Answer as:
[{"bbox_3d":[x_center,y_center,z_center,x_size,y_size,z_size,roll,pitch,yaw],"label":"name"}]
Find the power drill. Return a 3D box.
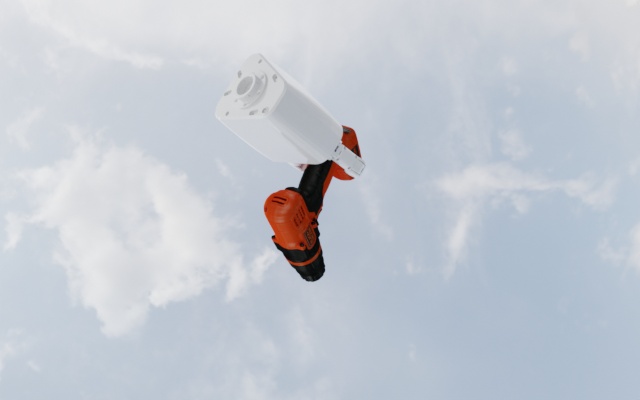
[{"bbox_3d":[0.000,0.002,0.658,0.057,0.187,0.185,13,-32,22],"label":"power drill"}]
